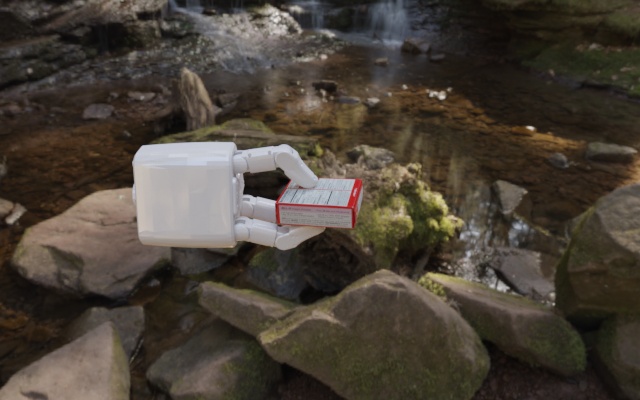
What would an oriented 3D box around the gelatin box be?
[{"bbox_3d":[0.000,0.001,0.544,0.089,0.030,0.073,2,27,11],"label":"gelatin box"}]
